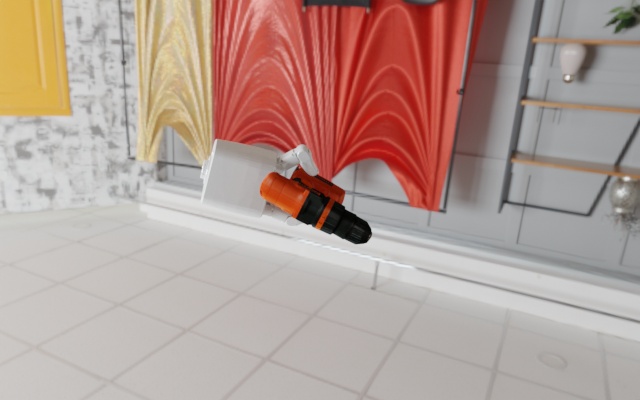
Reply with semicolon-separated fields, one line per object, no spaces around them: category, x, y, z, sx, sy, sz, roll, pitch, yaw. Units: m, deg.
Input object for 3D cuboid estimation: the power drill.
power drill;0.000;0.002;0.791;0.184;0.057;0.187;29;9;-1
